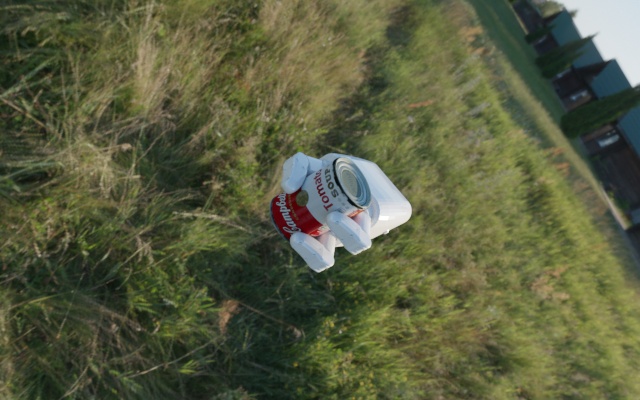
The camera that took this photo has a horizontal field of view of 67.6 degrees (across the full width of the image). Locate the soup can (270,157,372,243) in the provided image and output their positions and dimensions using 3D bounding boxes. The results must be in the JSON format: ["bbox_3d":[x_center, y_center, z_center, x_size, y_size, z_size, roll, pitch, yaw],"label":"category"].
[{"bbox_3d":[0.000,0.002,0.557,0.102,0.068,0.068,-31,-17,30],"label":"soup can"}]
